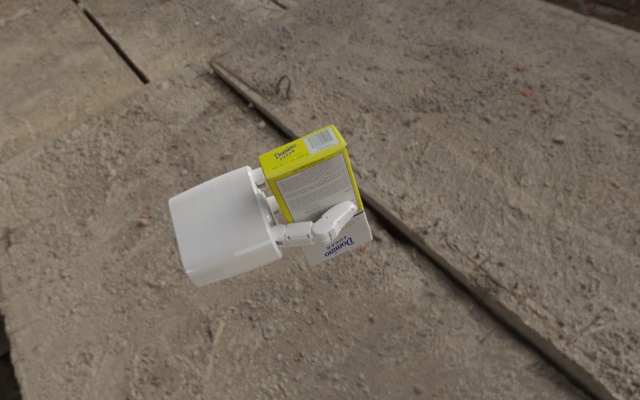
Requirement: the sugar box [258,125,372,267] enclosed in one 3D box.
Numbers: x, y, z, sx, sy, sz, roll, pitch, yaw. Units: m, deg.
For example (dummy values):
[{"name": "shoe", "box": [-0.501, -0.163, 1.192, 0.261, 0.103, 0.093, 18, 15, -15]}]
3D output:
[{"name": "sugar box", "box": [0.000, 0.001, 0.570, 0.093, 0.048, 0.176, -23, -40, -2]}]
